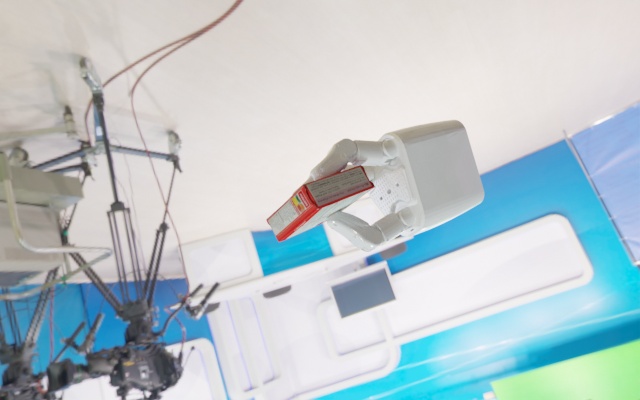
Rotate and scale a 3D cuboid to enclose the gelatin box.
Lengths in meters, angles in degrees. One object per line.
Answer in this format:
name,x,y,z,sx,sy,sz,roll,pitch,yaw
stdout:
gelatin box,0.000,0.002,0.477,0.089,0.030,0.073,-22,-13,-44
